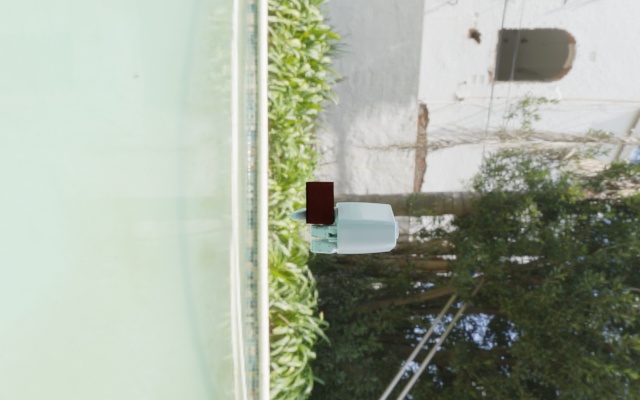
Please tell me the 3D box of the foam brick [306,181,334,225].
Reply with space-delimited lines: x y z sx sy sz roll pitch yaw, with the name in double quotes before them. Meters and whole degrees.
"foam brick" 0.000 0.003 0.890 0.051 0.078 0.053 0 6 4
